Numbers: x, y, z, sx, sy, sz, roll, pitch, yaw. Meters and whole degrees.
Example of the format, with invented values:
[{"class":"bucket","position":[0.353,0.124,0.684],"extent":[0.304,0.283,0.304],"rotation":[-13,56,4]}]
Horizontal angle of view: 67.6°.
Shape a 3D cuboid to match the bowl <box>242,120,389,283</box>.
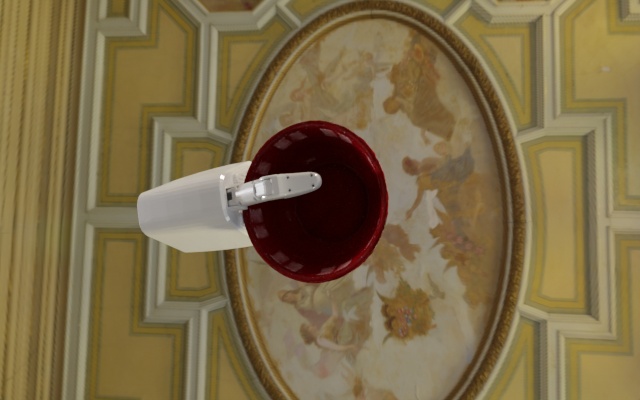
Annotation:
[{"class":"bowl","position":[0.001,0.002,0.496],"extent":[0.162,0.162,0.055],"rotation":[0,-1,25]}]
